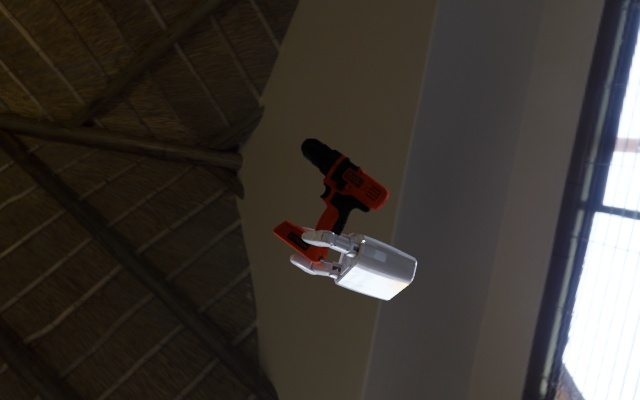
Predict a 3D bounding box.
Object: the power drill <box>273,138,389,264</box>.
[{"bbox_3d":[0.000,0.003,0.852,0.184,0.187,0.057,37,0,11],"label":"power drill"}]
